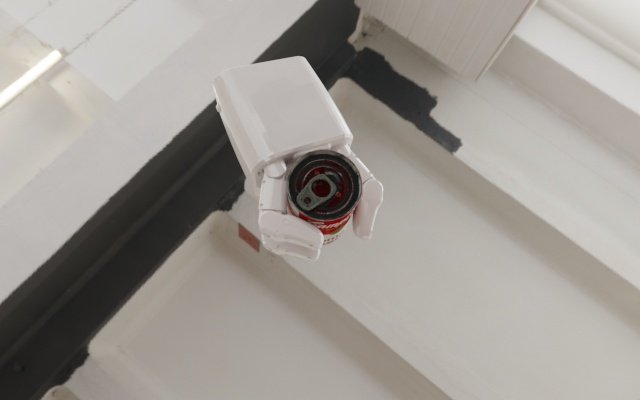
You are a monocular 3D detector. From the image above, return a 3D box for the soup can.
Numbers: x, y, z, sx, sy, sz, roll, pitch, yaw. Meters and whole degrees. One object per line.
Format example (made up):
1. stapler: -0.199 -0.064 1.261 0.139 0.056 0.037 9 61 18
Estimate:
1. soup can: 0.000 0.002 0.470 0.068 0.068 0.102 0 -19 -4
